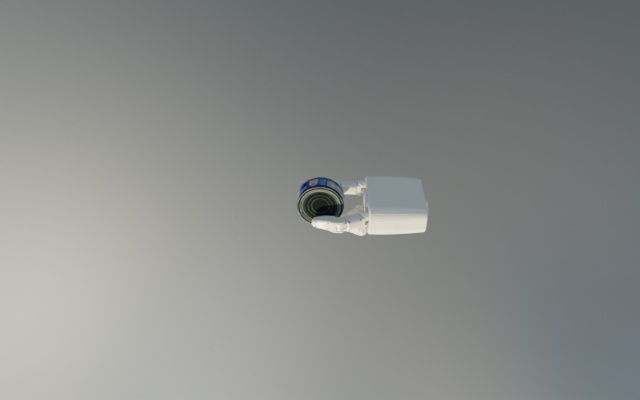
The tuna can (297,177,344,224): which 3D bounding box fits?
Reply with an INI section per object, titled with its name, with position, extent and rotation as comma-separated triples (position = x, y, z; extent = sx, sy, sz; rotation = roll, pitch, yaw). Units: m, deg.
[tuna can]
position = 0.000, 0.003, 0.860
extent = 0.086, 0.086, 0.033
rotation = 0, 33, 3
